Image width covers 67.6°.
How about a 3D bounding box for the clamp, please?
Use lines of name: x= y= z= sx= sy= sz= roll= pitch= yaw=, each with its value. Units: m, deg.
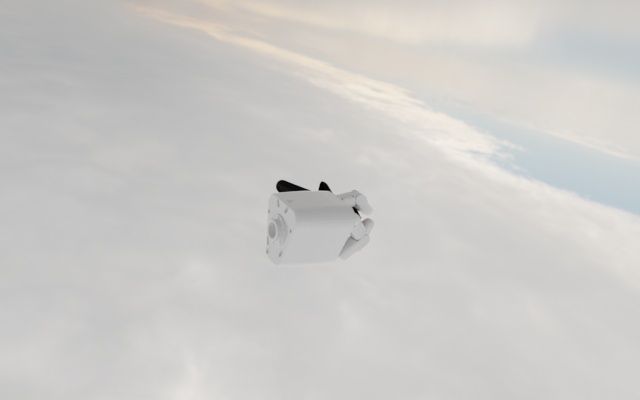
clamp: x=0.000 y=0.003 z=0.848 sx=0.120 sy=0.039 sz=0.171 roll=-2 pitch=24 yaw=-33
